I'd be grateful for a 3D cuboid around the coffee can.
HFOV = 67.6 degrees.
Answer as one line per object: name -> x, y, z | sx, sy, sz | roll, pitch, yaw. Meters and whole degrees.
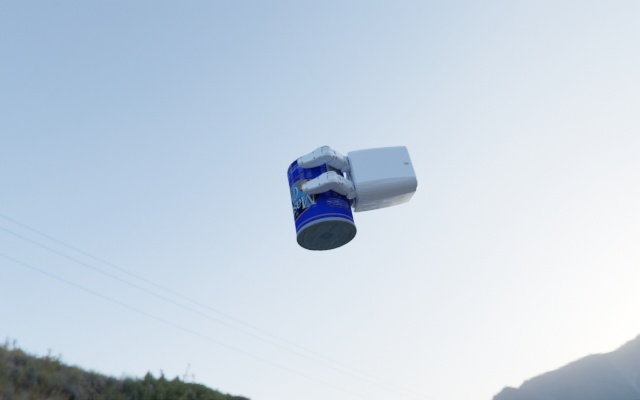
coffee can -> 0.000, 0.003, 0.831 | 0.103, 0.140, 0.103 | -7, -33, -5
